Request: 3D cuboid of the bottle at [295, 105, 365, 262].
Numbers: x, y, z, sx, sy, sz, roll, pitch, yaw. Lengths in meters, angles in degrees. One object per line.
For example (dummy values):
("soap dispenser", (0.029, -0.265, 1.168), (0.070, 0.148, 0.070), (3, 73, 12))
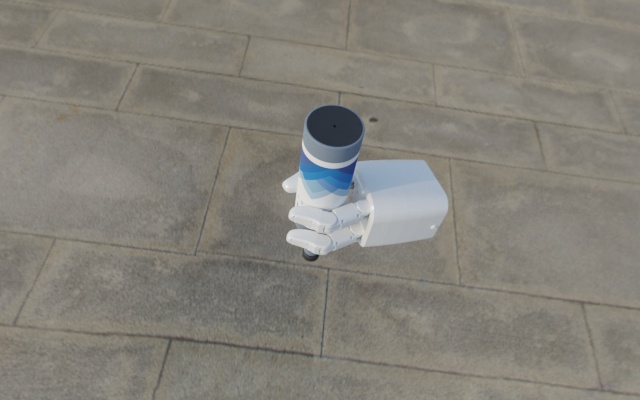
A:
("bottle", (0.000, 0.002, 0.639), (0.069, 0.069, 0.296), (0, -35, -7))
